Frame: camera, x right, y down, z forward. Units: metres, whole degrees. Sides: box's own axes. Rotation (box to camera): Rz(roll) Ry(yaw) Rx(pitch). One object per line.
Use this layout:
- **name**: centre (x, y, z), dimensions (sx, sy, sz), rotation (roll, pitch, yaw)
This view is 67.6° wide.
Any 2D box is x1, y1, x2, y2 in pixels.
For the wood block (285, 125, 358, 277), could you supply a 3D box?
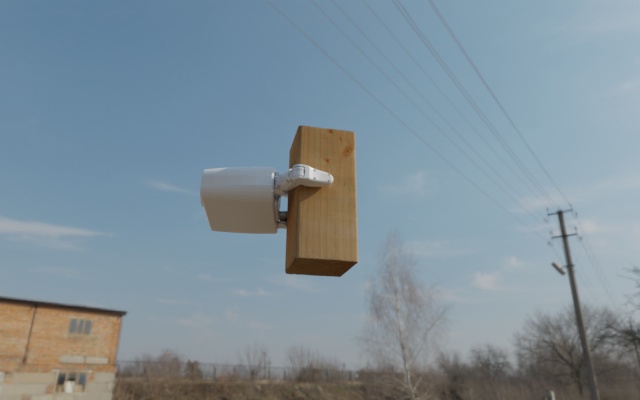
- **wood block**: centre (0.000, 0.002, 0.720), dimensions (0.090, 0.206, 0.091), rotation (5, -23, -12)
